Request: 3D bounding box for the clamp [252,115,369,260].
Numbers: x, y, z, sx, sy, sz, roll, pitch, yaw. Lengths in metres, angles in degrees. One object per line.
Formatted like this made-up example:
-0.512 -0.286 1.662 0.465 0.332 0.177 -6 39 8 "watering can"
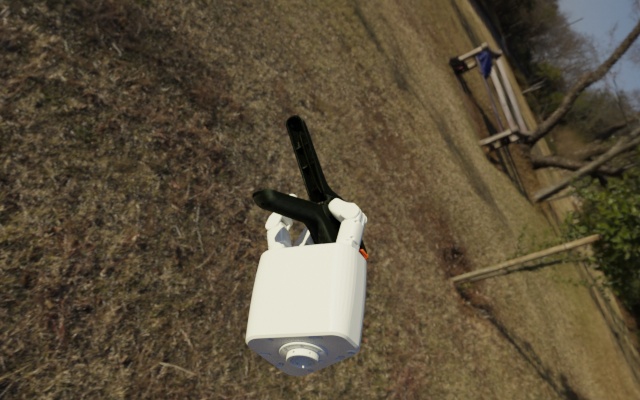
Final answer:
0.001 0.002 0.608 0.036 0.164 0.210 -19 -49 29 "clamp"
